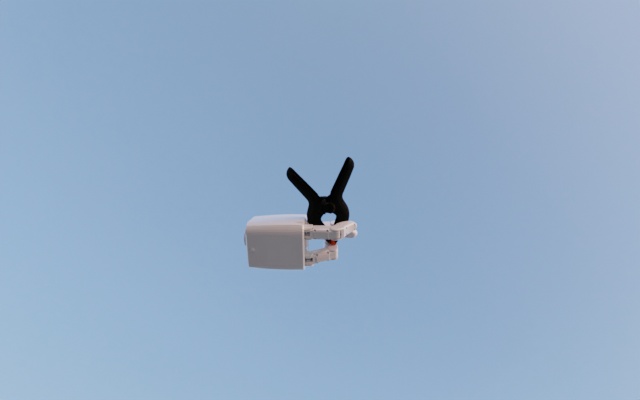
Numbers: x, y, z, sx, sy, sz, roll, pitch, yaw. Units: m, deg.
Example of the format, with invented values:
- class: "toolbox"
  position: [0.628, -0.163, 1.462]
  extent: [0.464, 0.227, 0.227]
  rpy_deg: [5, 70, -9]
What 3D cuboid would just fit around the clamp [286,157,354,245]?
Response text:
- class: "clamp"
  position: [0.000, 0.003, 0.875]
  extent: [0.120, 0.171, 0.039]
  rpy_deg: [0, 23, 2]
